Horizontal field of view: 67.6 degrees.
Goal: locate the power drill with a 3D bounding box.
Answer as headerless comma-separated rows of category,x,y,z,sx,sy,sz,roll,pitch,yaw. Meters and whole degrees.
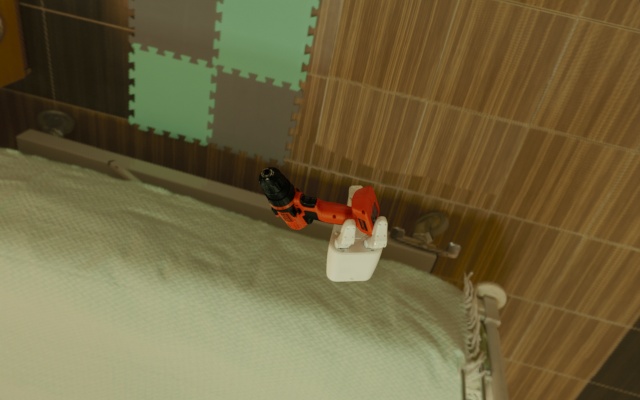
power drill,0.001,0.003,0.823,0.187,0.057,0.184,7,-23,20
